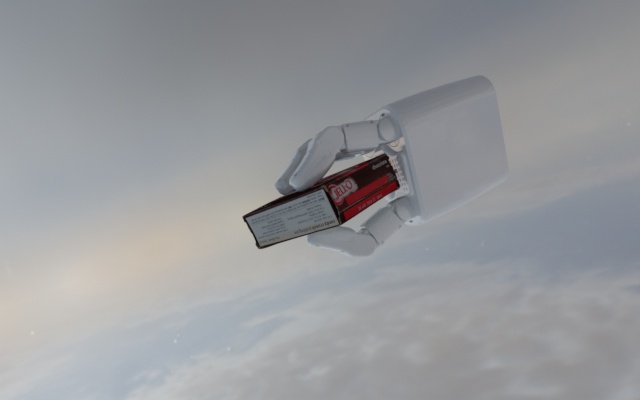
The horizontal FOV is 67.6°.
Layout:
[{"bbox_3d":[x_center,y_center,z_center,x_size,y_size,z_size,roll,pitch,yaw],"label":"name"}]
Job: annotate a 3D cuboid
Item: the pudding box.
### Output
[{"bbox_3d":[0.000,0.002,0.421,0.113,0.039,0.090,-22,4,45],"label":"pudding box"}]
